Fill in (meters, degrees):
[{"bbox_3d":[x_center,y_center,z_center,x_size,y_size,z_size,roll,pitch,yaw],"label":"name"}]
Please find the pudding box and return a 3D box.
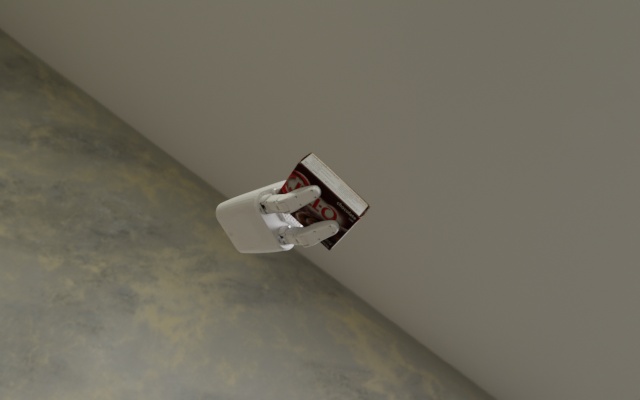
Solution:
[{"bbox_3d":[0.000,0.002,0.663,0.039,0.113,0.090,-47,-3,-44],"label":"pudding box"}]
